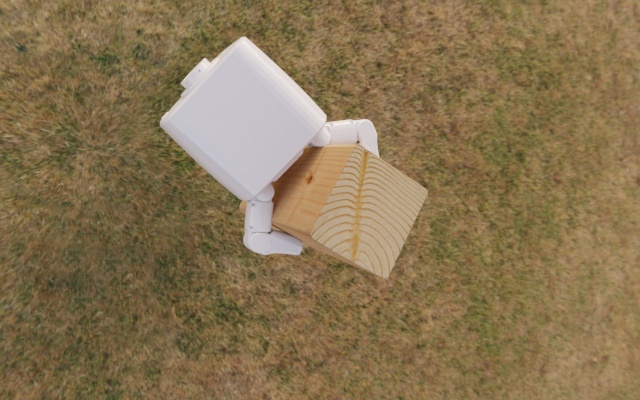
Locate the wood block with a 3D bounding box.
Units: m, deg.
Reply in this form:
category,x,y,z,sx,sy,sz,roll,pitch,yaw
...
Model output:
category,x,y,z,sx,sy,sz,roll,pitch,yaw
wood block,0.000,0.002,0.498,0.090,0.091,0.206,31,-8,-25
